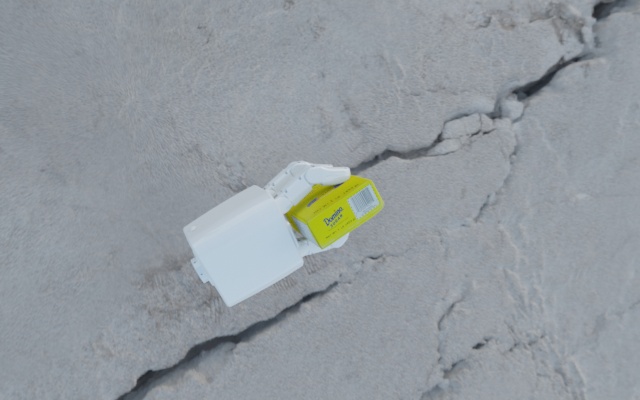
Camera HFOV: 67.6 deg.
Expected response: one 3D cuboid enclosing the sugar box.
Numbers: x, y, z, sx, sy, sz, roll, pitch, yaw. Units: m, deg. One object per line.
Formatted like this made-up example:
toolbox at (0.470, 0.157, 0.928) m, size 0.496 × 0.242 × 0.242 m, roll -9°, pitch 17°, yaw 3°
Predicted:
sugar box at (0.000, 0.002, 0.618) m, size 0.093 × 0.048 × 0.176 m, roll -33°, pitch 21°, yaw -13°
